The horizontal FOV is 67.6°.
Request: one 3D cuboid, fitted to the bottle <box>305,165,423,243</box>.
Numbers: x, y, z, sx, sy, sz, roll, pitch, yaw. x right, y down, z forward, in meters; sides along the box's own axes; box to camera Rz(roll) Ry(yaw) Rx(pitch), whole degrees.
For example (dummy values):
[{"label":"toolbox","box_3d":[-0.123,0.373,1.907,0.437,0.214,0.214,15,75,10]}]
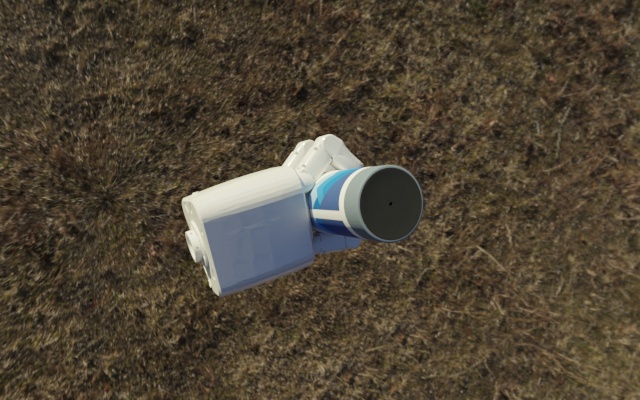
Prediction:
[{"label":"bottle","box_3d":[0.000,0.002,0.538,0.069,0.069,0.295,0,0,-24]}]
